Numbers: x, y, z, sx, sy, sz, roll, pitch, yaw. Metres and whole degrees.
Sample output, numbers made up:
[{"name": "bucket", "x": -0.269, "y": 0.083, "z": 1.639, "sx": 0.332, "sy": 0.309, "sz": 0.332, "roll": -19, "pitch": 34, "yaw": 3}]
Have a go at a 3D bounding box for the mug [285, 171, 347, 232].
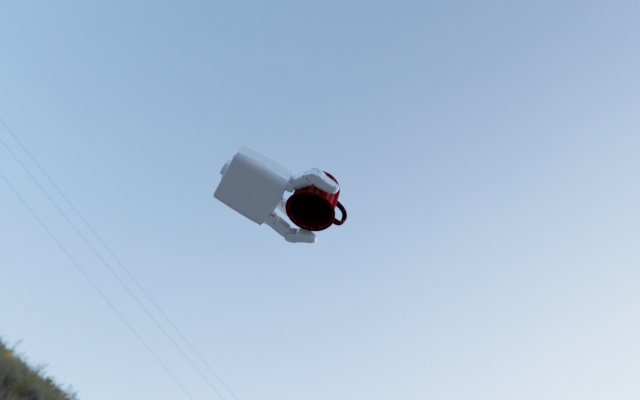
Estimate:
[{"name": "mug", "x": 0.001, "y": 0.003, "z": 0.889, "sx": 0.117, "sy": 0.093, "sz": 0.081, "roll": 31, "pitch": 39, "yaw": -9}]
